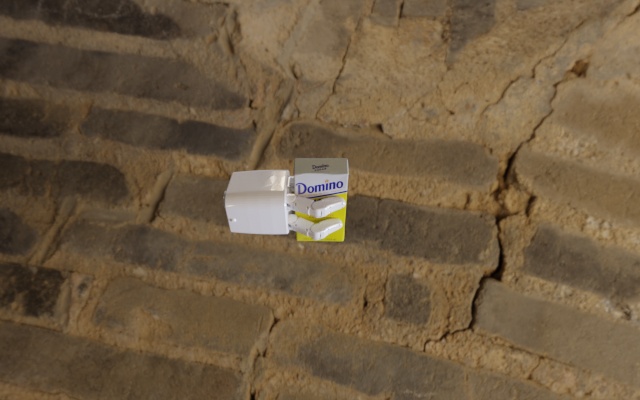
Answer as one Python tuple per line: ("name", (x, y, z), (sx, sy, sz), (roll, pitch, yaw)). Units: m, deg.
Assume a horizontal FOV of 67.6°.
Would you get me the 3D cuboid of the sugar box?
("sugar box", (0.000, 0.003, 0.856), (0.093, 0.048, 0.176), (0, -42, 0))
